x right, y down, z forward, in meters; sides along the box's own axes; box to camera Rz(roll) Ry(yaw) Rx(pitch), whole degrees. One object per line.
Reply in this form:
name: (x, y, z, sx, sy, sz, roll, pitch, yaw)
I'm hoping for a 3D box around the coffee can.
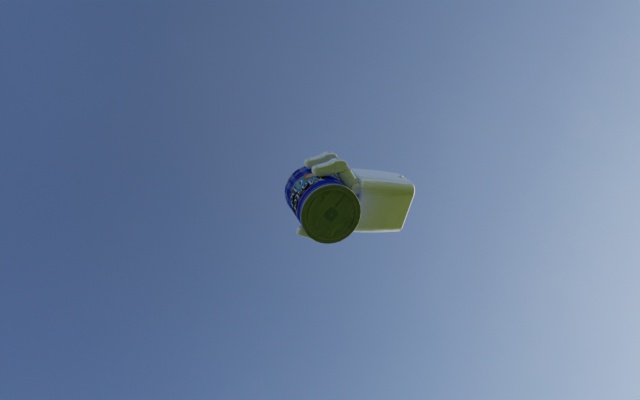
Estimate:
coffee can: (0.000, 0.003, 0.842, 0.103, 0.103, 0.140, 0, 18, -16)
